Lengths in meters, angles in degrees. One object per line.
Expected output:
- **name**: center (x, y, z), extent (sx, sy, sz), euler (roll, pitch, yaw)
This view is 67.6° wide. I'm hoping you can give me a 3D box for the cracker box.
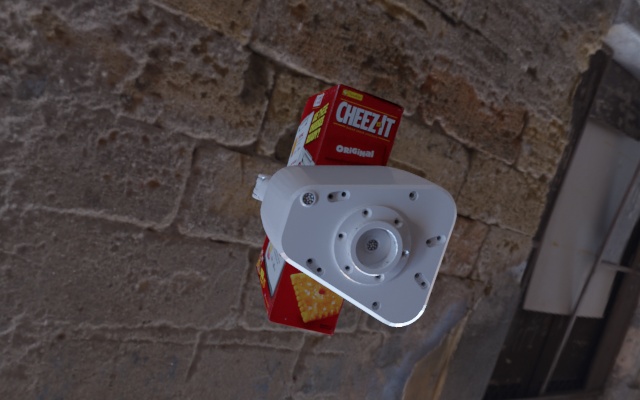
- **cracker box**: center (0.000, 0.002, 0.488), extent (0.072, 0.214, 0.164), euler (17, 5, -13)
